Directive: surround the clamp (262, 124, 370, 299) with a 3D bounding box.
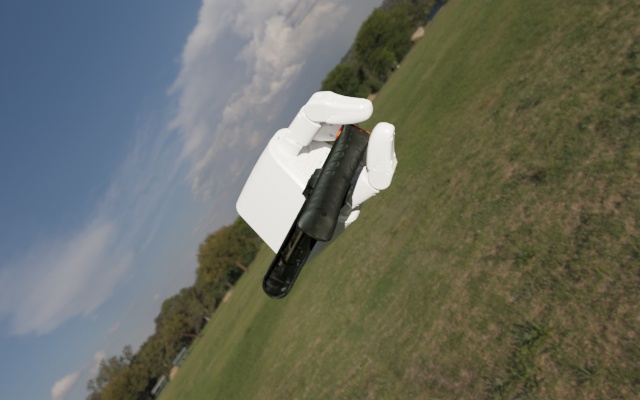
[{"bbox_3d":[0.000,0.001,0.402,0.039,0.171,0.120,34,-47,-6],"label":"clamp"}]
